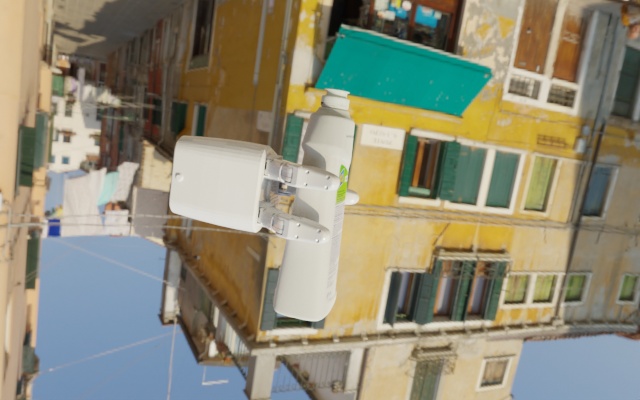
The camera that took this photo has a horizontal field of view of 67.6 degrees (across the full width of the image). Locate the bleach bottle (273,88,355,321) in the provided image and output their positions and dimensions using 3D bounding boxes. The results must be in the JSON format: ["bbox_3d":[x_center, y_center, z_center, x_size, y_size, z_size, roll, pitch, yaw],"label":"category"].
[{"bbox_3d":[0.000,0.002,0.546,0.068,0.251,0.102,10,9,9],"label":"bleach bottle"}]
